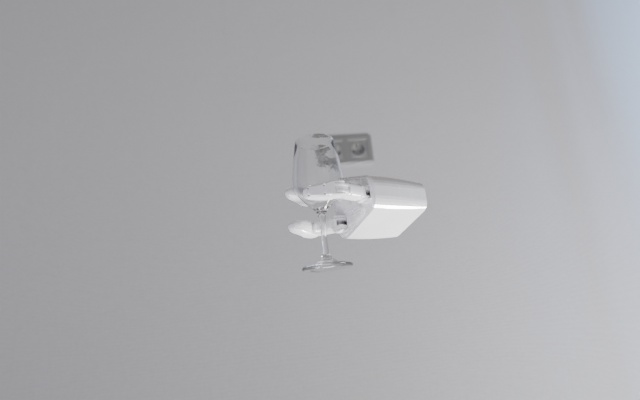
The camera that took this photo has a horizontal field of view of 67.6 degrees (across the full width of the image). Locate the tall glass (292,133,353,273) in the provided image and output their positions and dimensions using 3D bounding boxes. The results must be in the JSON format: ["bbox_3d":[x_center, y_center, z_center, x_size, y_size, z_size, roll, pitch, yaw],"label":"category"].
[{"bbox_3d":[0.000,0.003,0.716,0.079,0.201,0.079,-6,-17,-2],"label":"tall glass"}]
